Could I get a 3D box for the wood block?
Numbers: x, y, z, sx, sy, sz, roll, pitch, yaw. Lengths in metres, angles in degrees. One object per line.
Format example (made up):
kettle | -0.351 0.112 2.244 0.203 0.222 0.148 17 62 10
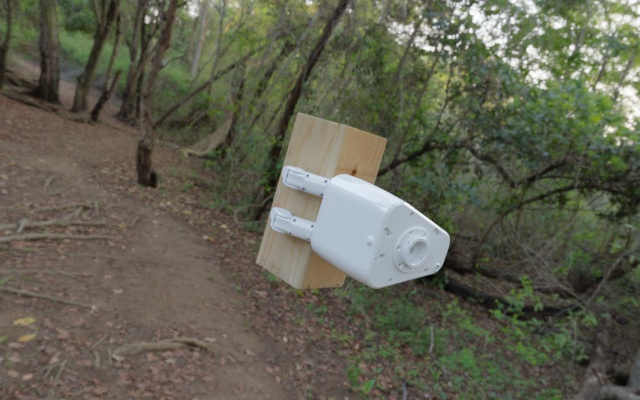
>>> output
wood block | 0.001 0.002 0.626 0.090 0.206 0.091 23 10 41
